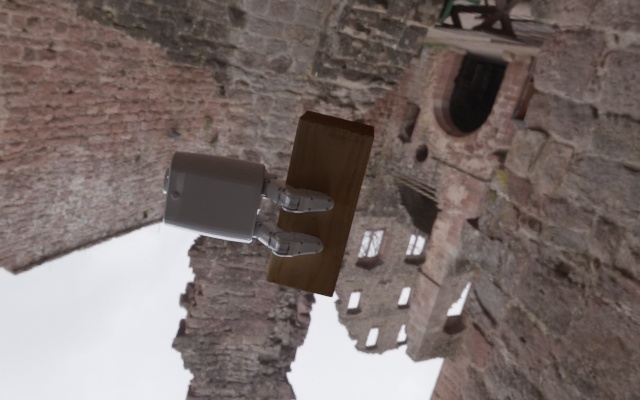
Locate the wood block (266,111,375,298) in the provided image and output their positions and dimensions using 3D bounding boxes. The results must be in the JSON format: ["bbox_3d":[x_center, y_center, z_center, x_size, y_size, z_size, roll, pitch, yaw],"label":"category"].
[{"bbox_3d":[0.000,0.002,0.601,0.090,0.206,0.090,14,18,1],"label":"wood block"}]
